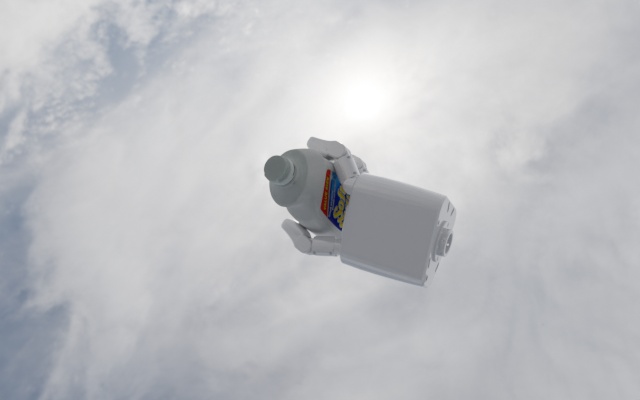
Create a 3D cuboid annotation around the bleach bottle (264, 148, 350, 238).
[{"bbox_3d":[0.000,0.002,0.617,0.068,0.102,0.251,15,-6,27],"label":"bleach bottle"}]
